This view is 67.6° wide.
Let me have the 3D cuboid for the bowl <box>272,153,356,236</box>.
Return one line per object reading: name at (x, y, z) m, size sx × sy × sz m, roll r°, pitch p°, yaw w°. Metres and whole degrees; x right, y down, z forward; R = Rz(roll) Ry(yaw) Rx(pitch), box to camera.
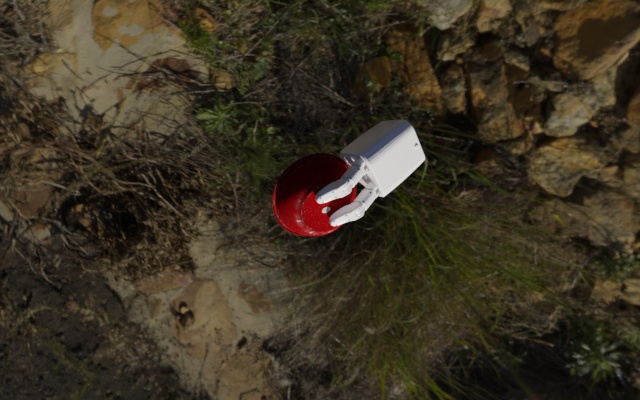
bowl at (-0.001, 0.004, 0.827) m, size 0.162 × 0.162 × 0.055 m, roll 0°, pitch 25°, yaw -25°
